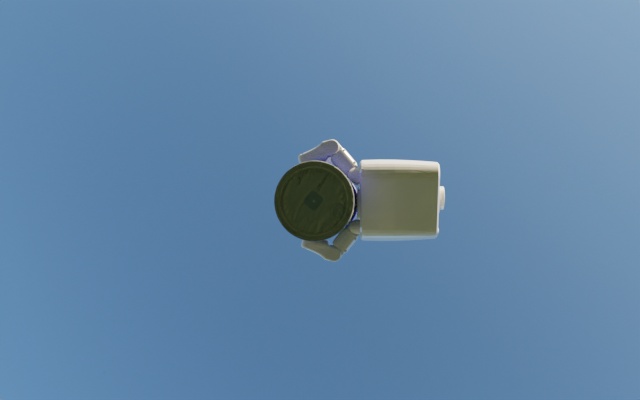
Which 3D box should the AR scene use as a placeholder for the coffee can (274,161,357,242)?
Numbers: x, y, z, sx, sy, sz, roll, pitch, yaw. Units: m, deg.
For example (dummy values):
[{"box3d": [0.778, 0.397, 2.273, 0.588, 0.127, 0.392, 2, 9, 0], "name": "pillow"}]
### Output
[{"box3d": [0.000, 0.002, 0.671, 0.103, 0.103, 0.140, 0, -1, 7], "name": "coffee can"}]
